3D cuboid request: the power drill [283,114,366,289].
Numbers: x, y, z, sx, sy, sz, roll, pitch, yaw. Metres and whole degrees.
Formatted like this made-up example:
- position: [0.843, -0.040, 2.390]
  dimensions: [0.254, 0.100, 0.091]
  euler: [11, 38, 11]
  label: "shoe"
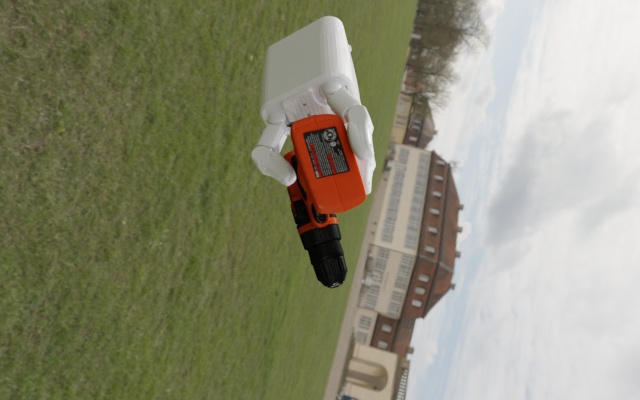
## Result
- position: [0.000, 0.001, 0.543]
  dimensions: [0.057, 0.184, 0.188]
  euler: [-16, -14, -13]
  label: "power drill"
